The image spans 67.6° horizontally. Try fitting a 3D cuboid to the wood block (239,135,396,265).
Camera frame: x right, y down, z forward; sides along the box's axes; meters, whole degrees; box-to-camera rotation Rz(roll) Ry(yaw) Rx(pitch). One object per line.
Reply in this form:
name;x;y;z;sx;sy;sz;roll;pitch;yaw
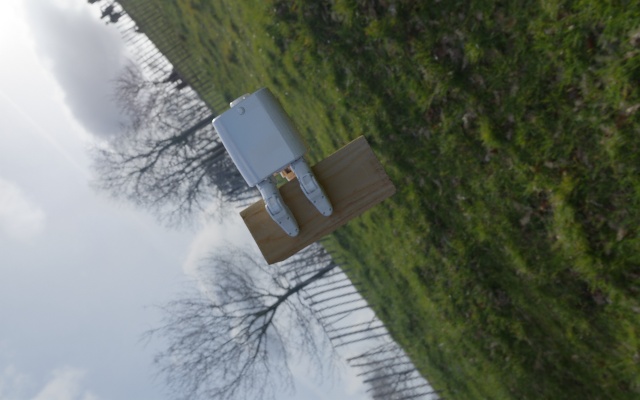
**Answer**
wood block;0.000;0.002;0.702;0.206;0.090;0.091;-32;-7;6
